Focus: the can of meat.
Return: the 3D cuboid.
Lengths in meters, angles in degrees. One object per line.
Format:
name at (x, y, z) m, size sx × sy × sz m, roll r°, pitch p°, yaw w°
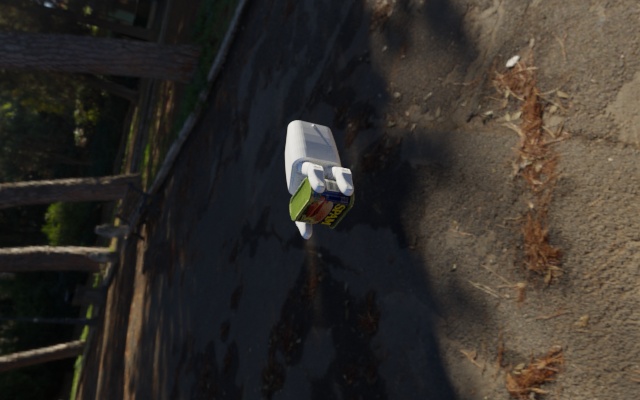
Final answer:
can of meat at (0.000, 0.003, 0.870) m, size 0.084 × 0.057 × 0.102 m, roll 9°, pitch -38°, yaw -24°
